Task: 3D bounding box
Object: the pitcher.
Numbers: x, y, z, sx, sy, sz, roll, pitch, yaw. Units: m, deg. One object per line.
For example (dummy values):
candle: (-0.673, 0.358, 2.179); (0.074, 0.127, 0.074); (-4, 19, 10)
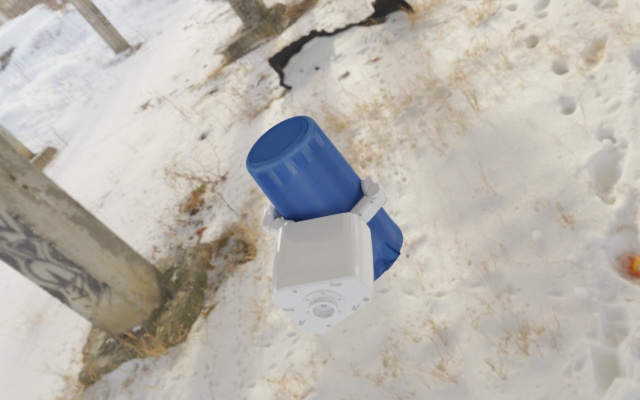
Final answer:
pitcher: (0.000, 0.002, 0.679); (0.149, 0.243, 0.145); (-24, 34, 21)
